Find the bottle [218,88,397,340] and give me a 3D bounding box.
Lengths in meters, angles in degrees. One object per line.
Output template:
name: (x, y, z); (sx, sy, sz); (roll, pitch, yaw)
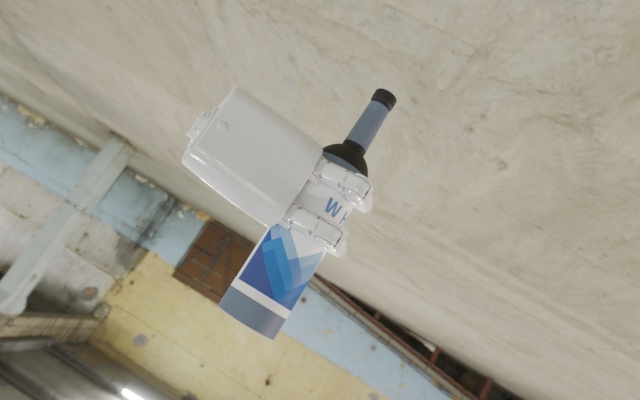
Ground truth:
bottle: (0.000, 0.002, 0.514); (0.069, 0.295, 0.069); (30, -13, 8)
